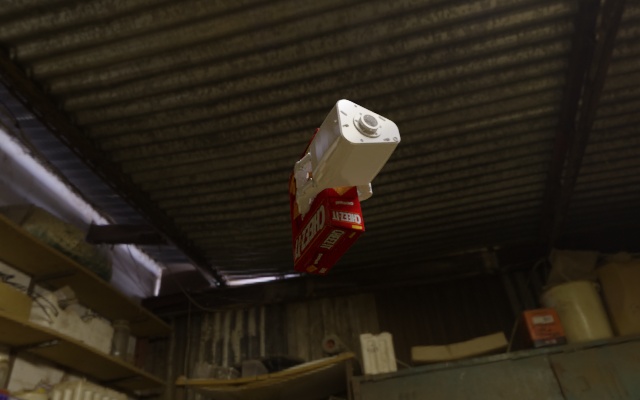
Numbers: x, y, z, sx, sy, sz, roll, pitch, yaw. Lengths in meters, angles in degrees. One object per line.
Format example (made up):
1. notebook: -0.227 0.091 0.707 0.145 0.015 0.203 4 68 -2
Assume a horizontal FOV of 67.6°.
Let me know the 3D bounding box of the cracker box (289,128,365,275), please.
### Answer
1. cracker box: 0.000 0.003 0.875 0.072 0.213 0.164 10 -38 -21
